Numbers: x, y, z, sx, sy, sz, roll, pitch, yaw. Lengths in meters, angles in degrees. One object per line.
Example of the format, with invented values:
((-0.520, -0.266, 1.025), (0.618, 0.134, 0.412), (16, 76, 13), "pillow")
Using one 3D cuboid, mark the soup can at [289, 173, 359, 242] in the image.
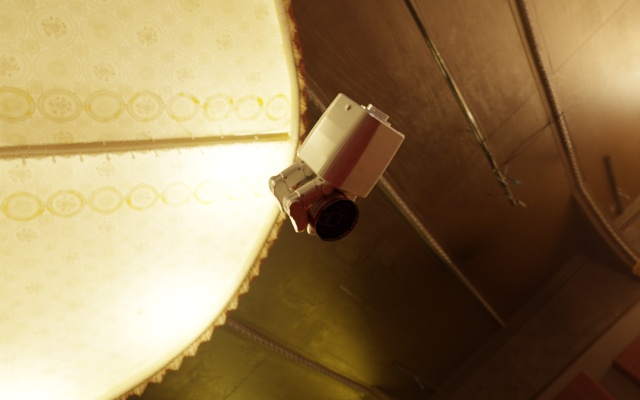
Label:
((0.000, 0.003, 0.680), (0.068, 0.068, 0.102), (0, 30, -32), "soup can")
